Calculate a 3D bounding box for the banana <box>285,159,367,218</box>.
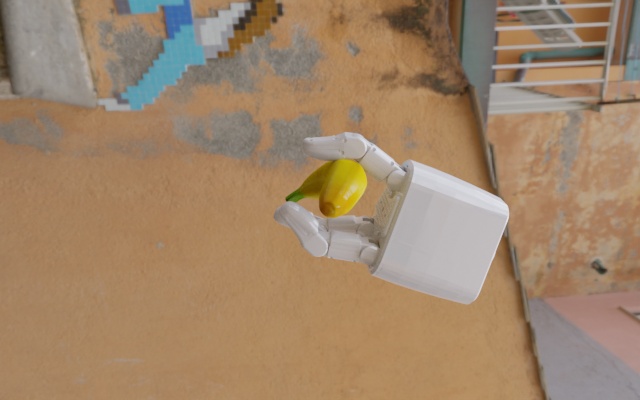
[{"bbox_3d":[0.012,-0.012,0.458,0.037,0.069,0.198,44,-7,-9],"label":"banana"}]
